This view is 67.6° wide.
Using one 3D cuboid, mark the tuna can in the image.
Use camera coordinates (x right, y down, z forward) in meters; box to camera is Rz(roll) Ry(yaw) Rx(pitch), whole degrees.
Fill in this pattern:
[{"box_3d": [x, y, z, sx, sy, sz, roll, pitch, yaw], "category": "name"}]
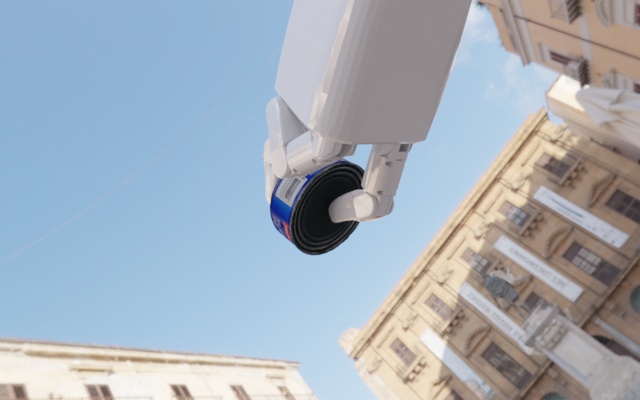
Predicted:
[{"box_3d": [0.000, 0.001, 0.405, 0.086, 0.086, 0.033, 0, 26, -45], "category": "tuna can"}]
